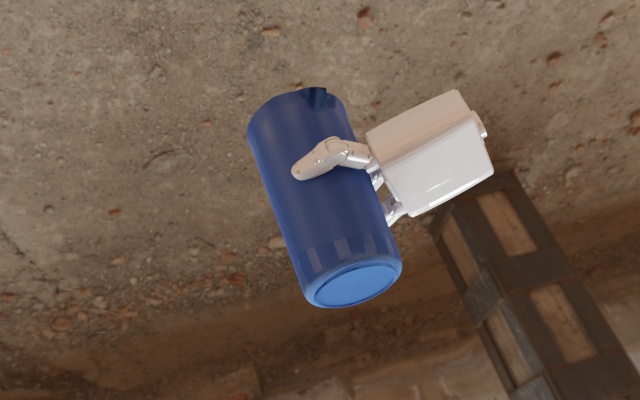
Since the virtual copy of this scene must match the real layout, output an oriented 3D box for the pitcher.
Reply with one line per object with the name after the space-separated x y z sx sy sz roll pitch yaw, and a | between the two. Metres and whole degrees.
0.000 0.002 0.565 0.145 0.242 0.149 -28 -34 13 | pitcher
